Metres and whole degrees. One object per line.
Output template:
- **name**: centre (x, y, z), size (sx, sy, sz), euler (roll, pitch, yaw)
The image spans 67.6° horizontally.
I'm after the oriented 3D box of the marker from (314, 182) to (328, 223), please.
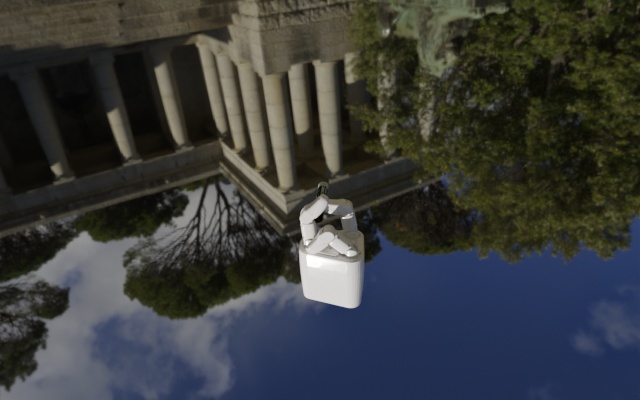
- **marker**: centre (0.000, 0.003, 0.843), size (0.020, 0.020, 0.121), euler (0, 30, 6)
